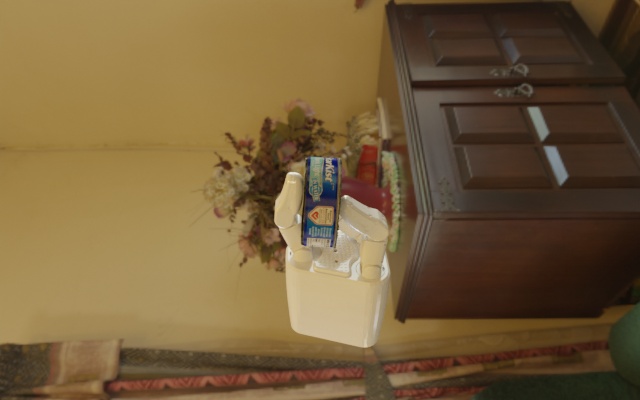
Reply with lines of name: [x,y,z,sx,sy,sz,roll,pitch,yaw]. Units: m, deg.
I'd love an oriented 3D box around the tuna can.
tuna can: [-0.001,0.001,0.451,0.034,0.086,0.086,4,0,-1]
